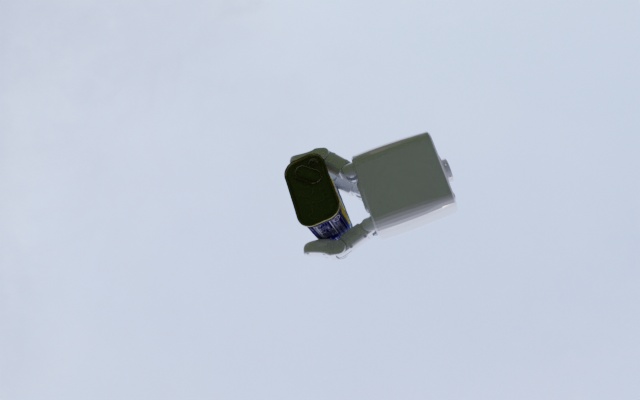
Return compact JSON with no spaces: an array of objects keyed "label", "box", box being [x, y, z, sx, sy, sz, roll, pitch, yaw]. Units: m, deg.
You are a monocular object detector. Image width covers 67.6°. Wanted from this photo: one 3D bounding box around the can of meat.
[{"label":"can of meat","box":[0.000,0.002,0.641,0.057,0.102,0.084,-24,-31,7]}]
